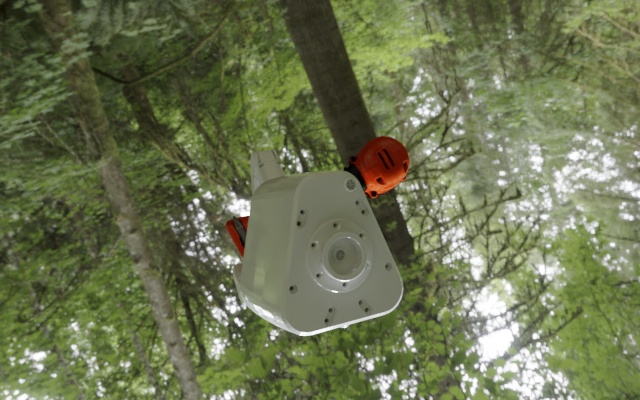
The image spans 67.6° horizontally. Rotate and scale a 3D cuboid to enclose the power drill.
[{"bbox_3d":[0.000,0.002,0.509,0.187,0.057,0.184,-32,-5,-2],"label":"power drill"}]
